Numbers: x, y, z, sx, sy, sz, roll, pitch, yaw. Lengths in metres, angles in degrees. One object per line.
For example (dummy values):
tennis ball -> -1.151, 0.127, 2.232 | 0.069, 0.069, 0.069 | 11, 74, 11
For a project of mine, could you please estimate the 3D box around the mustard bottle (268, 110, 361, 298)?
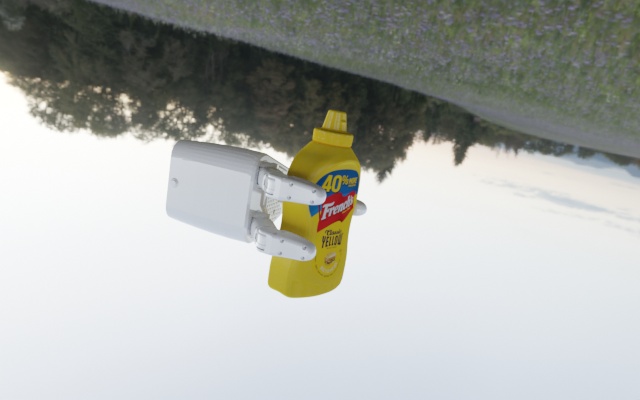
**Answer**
mustard bottle -> 0.000, 0.002, 0.502 | 0.058, 0.192, 0.096 | 20, 15, 39
